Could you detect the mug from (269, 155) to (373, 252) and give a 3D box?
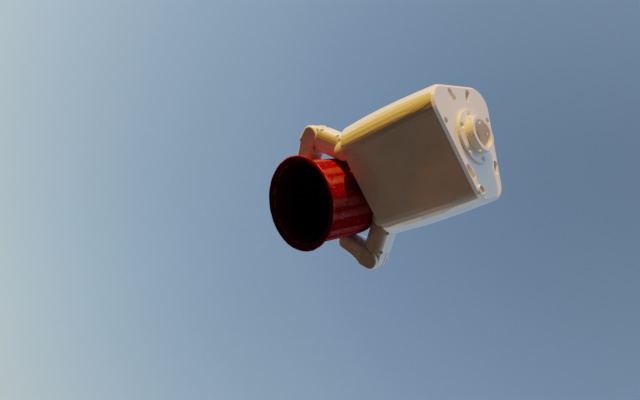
[{"bbox_3d":[-0.001,0.002,0.493,0.081,0.093,0.117,-9,-8,-44],"label":"mug"}]
